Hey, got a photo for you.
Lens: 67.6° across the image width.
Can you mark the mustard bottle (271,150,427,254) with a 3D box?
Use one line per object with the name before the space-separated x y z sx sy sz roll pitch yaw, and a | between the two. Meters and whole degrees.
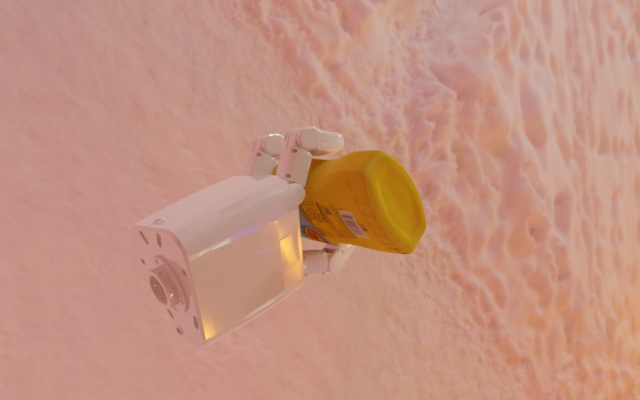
mustard bottle | 0.000 0.001 0.457 0.191 0.058 0.096 2 -43 47
